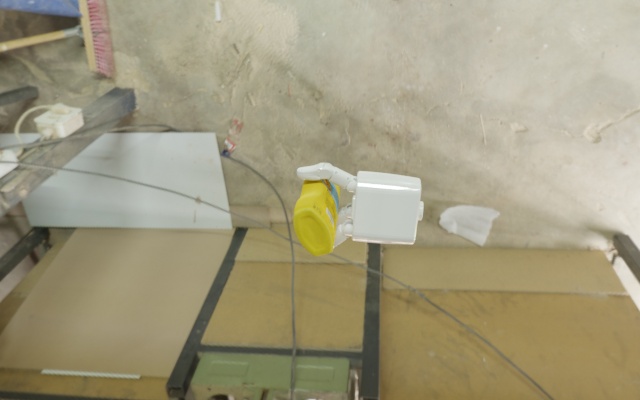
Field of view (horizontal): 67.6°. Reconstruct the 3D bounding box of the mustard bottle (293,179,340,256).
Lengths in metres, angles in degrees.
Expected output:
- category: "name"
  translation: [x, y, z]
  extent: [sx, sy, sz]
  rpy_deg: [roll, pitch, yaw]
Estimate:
- category: "mustard bottle"
  translation: [0.000, 0.003, 0.826]
  extent: [0.058, 0.096, 0.191]
  rpy_deg: [-16, 28, 17]
